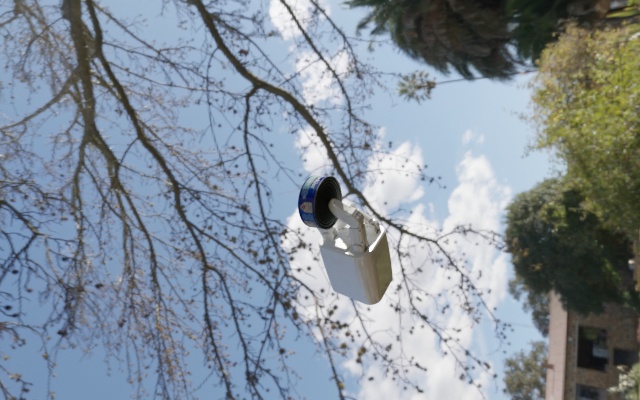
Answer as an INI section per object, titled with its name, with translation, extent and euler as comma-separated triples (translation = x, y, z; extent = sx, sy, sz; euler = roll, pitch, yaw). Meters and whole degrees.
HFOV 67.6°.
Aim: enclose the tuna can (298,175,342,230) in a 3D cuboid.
[tuna can]
translation = 0.000, 0.002, 0.765
extent = 0.034, 0.086, 0.086
euler = 6, 3, 31
